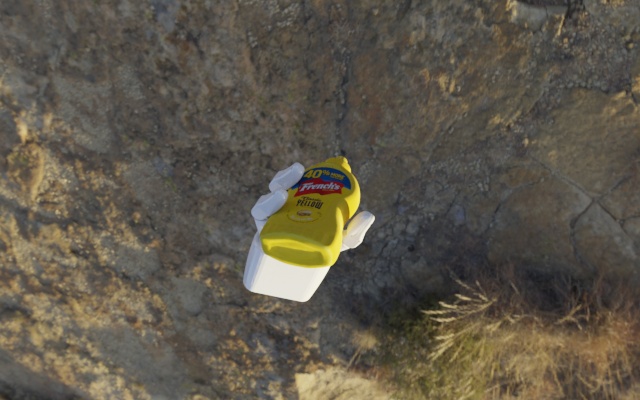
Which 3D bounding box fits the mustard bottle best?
[{"bbox_3d":[0.000,0.002,0.631,0.096,0.058,0.191,7,41,19],"label":"mustard bottle"}]
